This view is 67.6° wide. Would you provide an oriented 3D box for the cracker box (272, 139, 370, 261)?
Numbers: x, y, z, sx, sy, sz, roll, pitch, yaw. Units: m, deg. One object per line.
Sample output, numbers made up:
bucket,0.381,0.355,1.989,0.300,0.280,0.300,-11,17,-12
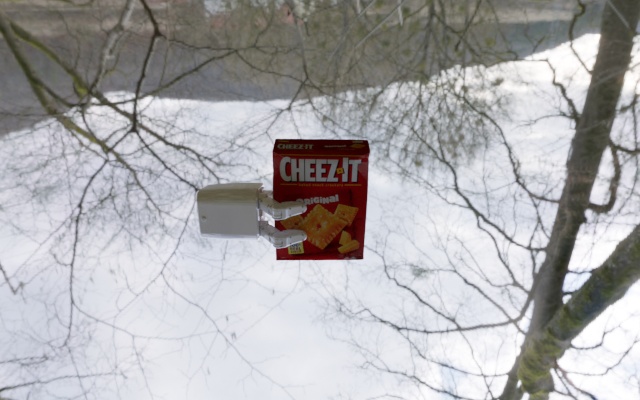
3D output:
cracker box,0.000,0.003,0.846,0.164,0.214,0.072,0,26,-1
